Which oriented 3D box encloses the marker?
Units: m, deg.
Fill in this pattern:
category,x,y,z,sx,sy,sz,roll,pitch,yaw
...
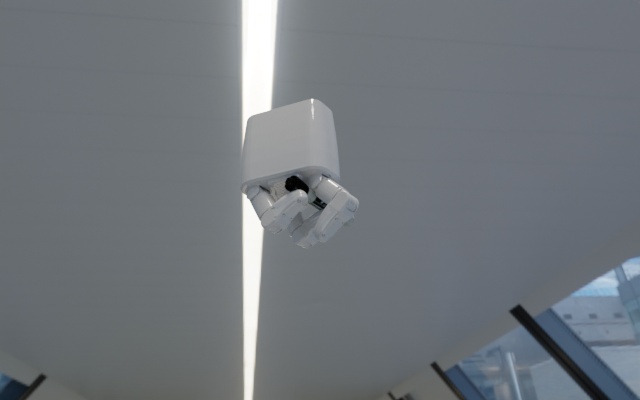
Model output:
category,x,y,z,sx,sy,sz,roll,pitch,yaw
marker,0.000,0.002,0.560,0.020,0.020,0.121,0,-23,39
